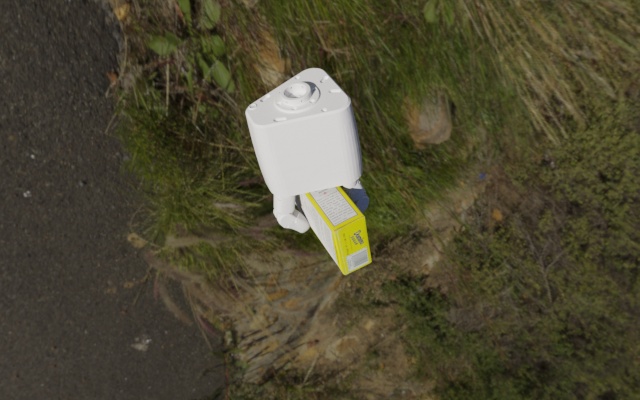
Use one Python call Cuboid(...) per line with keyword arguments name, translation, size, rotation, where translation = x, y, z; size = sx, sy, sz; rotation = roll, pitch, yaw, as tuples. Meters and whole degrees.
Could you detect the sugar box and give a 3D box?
Cuboid(name="sugar box", translation=(0.001, 0.002, 0.609), size=(0.048, 0.093, 0.176), rotation=(-24, 49, -10))
